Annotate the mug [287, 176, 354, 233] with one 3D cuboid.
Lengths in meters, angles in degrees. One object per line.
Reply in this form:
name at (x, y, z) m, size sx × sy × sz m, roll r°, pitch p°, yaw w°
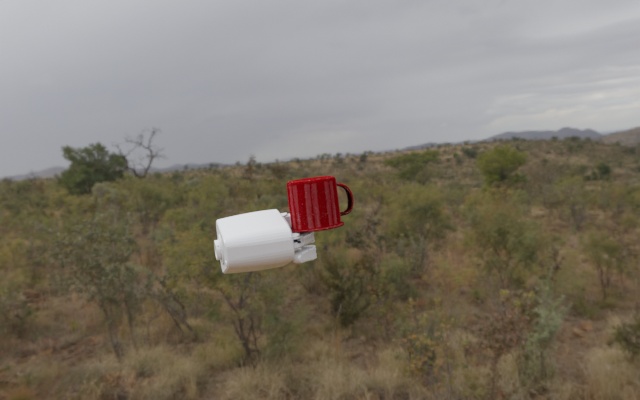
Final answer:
mug at (0.001, 0.002, 0.787) m, size 0.117 × 0.081 × 0.093 m, roll -8°, pitch 5°, yaw -18°
